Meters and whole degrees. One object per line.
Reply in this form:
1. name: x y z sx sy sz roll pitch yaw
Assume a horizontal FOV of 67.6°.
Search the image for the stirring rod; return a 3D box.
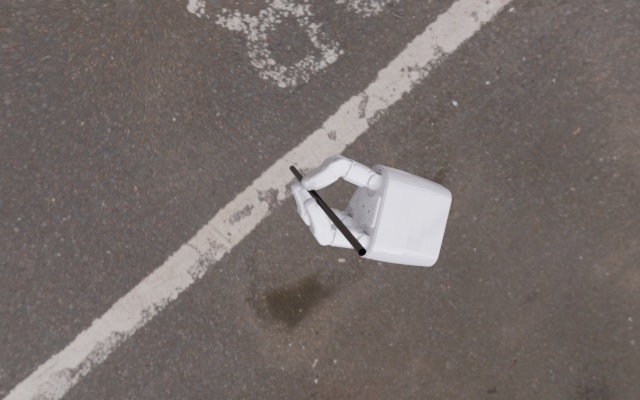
1. stirring rod: 0.000 0.002 0.538 0.011 0.011 0.239 0 22 -20
